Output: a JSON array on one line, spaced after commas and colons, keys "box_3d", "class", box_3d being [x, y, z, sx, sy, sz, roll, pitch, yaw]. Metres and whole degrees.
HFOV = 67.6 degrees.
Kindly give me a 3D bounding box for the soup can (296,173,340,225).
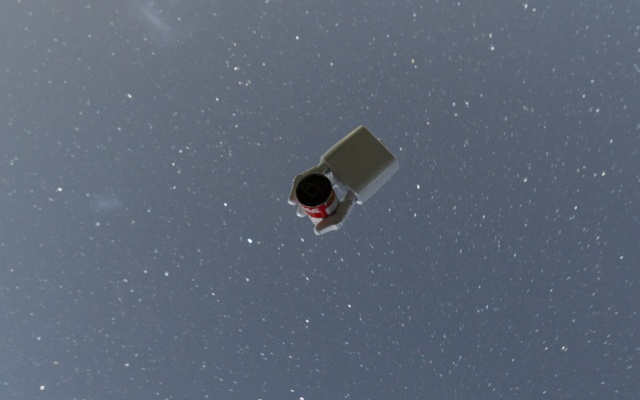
[{"box_3d": [0.000, 0.003, 0.894, 0.068, 0.068, 0.102, 0, -26, 16], "class": "soup can"}]
